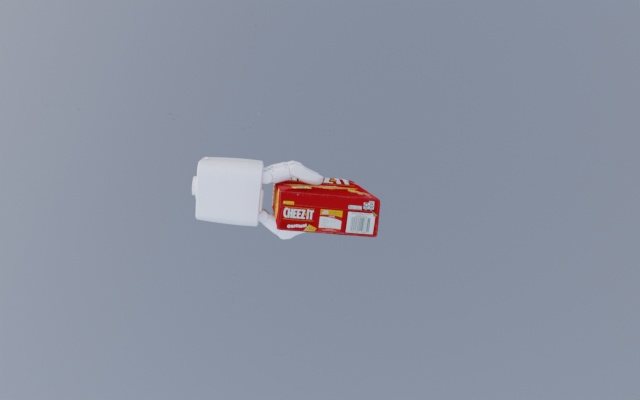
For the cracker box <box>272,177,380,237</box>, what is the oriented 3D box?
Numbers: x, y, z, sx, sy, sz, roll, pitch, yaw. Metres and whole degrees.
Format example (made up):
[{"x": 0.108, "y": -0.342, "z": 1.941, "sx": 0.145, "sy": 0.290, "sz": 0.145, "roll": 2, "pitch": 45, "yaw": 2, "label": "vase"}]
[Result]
[{"x": 0.000, "y": 0.003, "z": 0.847, "sx": 0.164, "sy": 0.072, "sz": 0.213, "roll": 5, "pitch": 10, "yaw": -8, "label": "cracker box"}]
